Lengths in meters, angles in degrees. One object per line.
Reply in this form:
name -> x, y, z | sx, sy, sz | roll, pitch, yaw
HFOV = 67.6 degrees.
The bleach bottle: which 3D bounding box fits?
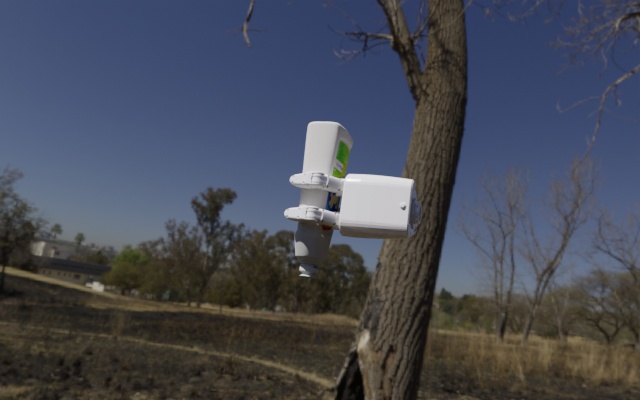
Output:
bleach bottle -> 0.000, 0.003, 0.793 | 0.068, 0.250, 0.102 | 4, -12, 19
